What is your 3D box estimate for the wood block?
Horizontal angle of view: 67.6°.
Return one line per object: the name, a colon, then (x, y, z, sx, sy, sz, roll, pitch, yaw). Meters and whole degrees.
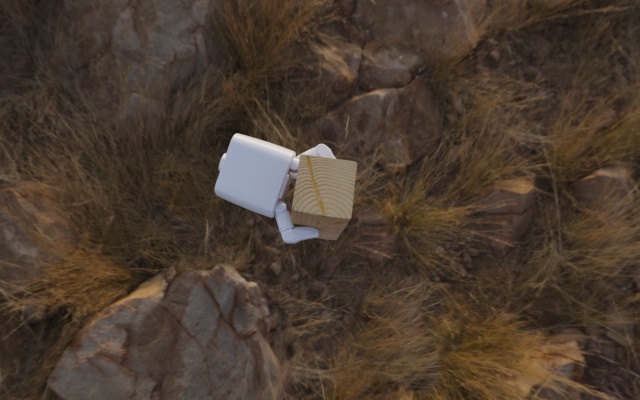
wood block: (0.000, 0.003, 0.803, 0.090, 0.090, 0.206, 8, -13, -2)
